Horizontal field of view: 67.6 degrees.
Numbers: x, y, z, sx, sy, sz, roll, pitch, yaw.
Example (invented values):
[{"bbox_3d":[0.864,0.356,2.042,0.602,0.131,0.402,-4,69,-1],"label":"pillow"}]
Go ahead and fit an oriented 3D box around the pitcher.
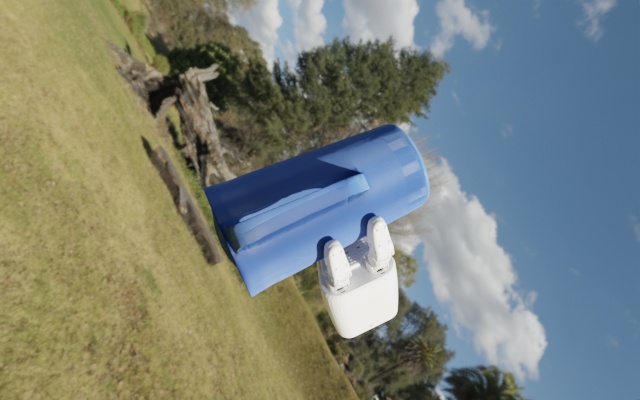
[{"bbox_3d":[0.000,0.002,0.546,0.243,0.145,0.149,-24,42,-10],"label":"pitcher"}]
